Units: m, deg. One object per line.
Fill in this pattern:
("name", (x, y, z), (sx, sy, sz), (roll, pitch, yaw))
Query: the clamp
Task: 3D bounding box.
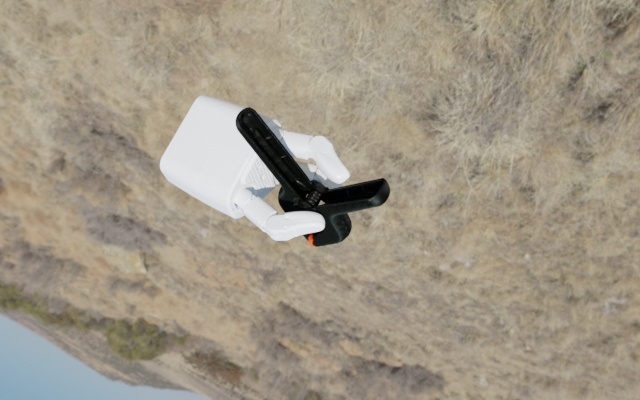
("clamp", (-0.001, 0.002, 0.511), (0.164, 0.036, 0.210), (28, -24, 23))
